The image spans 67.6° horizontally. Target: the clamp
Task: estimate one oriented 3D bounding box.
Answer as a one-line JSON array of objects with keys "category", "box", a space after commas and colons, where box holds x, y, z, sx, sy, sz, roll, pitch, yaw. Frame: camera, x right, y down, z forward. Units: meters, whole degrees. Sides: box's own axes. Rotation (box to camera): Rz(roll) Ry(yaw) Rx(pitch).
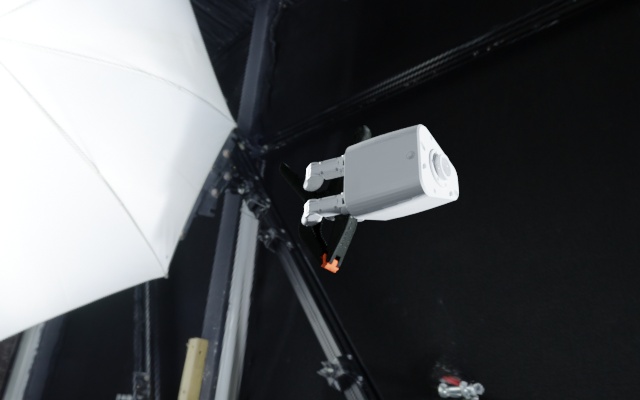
[{"category": "clamp", "box": [0.001, 0.003, 0.693, 0.164, 0.210, 0.036, -15, -31, 34]}]
